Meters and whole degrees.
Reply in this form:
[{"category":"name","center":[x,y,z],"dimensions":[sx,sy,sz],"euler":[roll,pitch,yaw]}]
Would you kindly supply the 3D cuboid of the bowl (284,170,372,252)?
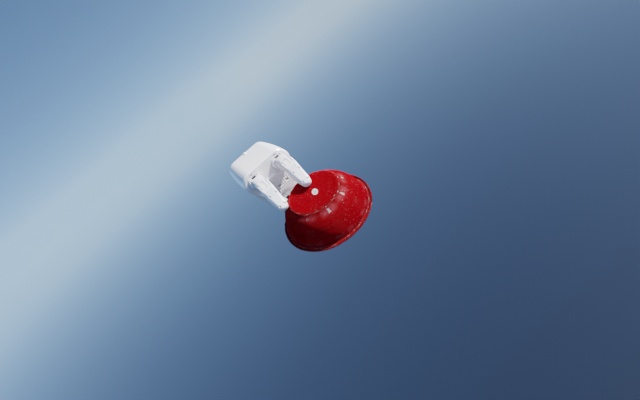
[{"category":"bowl","center":[0.001,0.003,0.781],"dimensions":[0.162,0.162,0.055],"euler":[0,-38,33]}]
